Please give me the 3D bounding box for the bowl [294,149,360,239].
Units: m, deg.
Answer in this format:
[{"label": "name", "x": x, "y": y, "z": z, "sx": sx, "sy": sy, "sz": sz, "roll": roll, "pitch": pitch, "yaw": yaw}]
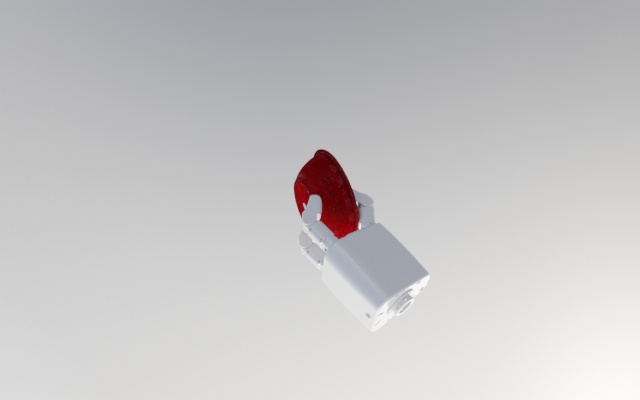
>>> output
[{"label": "bowl", "x": -0.001, "y": 0.002, "z": 0.762, "sx": 0.055, "sy": 0.162, "sz": 0.162, "roll": -19, "pitch": 6, "yaw": -18}]
